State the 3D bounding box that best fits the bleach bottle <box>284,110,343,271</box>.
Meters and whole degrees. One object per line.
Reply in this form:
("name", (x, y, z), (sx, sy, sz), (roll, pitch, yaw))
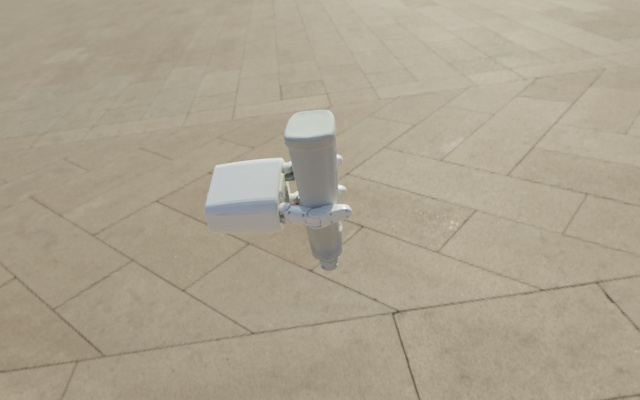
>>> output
("bleach bottle", (0.000, 0.002, 0.699), (0.068, 0.251, 0.102), (-4, 31, 6))
